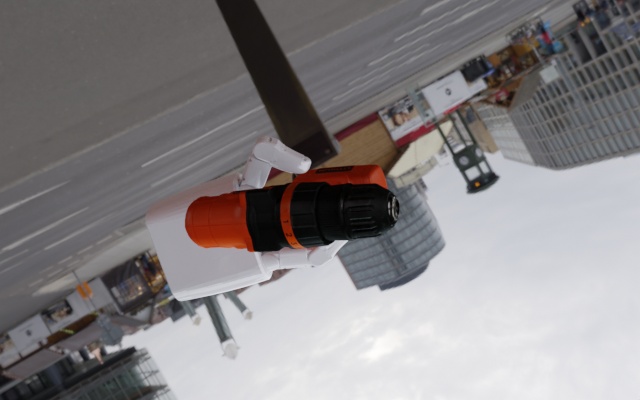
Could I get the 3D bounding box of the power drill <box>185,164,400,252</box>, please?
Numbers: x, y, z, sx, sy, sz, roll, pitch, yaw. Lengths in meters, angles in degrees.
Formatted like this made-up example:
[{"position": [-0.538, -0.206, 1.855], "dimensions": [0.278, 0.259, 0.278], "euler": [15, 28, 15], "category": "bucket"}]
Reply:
[{"position": [0.000, 0.001, 0.440], "dimensions": [0.184, 0.057, 0.187], "euler": [-3, 6, 25], "category": "power drill"}]
